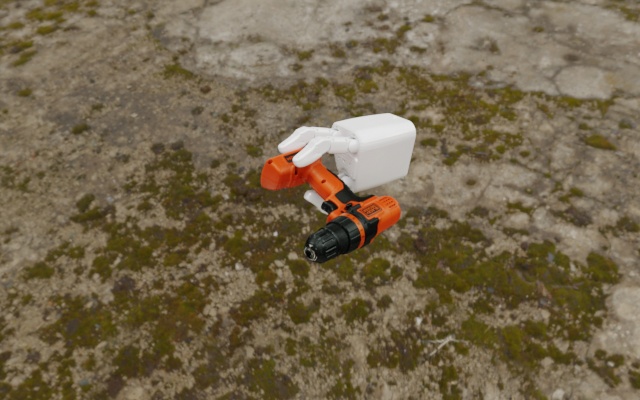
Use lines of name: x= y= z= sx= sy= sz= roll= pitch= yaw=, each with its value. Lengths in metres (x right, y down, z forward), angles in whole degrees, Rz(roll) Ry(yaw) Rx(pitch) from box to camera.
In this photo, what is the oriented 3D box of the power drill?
power drill: x=0.000 y=0.002 z=0.693 sx=0.187 sy=0.057 sz=0.184 roll=40 pitch=40 yaw=26
